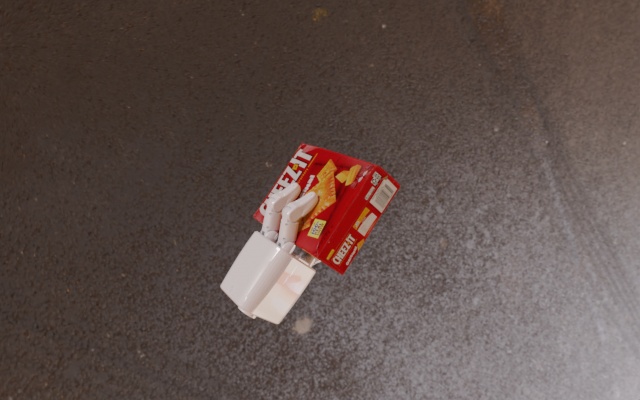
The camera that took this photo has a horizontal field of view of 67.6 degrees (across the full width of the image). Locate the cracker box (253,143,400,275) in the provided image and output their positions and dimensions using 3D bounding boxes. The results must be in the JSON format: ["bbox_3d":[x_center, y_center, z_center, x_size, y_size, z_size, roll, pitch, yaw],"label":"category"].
[{"bbox_3d":[0.000,0.003,0.775,0.072,0.164,0.213,38,-8,-37],"label":"cracker box"}]
